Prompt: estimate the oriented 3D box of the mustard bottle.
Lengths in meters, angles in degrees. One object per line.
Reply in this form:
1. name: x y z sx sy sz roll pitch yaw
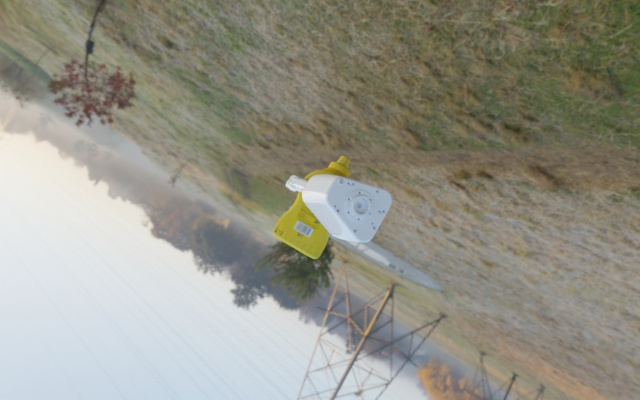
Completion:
1. mustard bottle: 0.000 0.003 0.870 0.096 0.191 0.058 29 -8 5
